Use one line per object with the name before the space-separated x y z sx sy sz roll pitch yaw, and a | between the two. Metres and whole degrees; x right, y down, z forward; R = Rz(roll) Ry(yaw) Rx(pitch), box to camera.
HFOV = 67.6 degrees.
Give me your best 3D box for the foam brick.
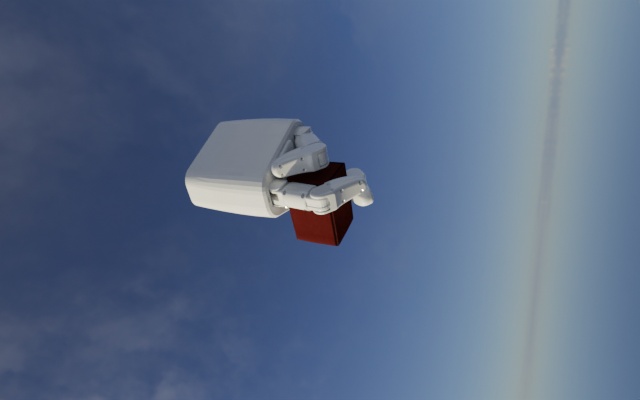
foam brick | 0.000 0.002 0.524 0.051 0.078 0.053 5 34 24
